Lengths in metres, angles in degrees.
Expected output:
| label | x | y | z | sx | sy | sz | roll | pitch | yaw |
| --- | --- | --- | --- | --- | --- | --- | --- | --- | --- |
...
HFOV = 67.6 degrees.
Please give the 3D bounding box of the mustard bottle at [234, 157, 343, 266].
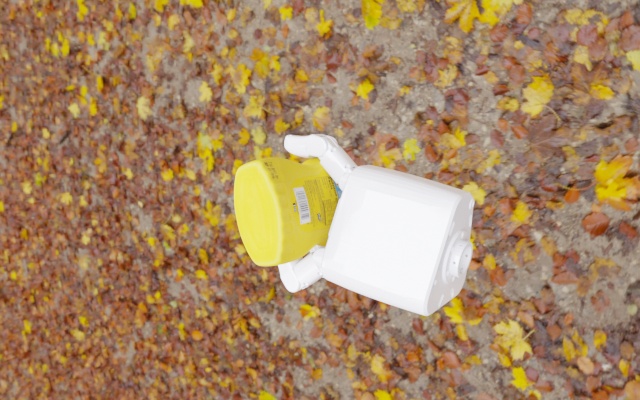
| label | x | y | z | sx | sy | sz | roll | pitch | yaw |
| --- | --- | --- | --- | --- | --- | --- | --- | --- | --- |
| mustard bottle | 0.000 | 0.002 | 0.494 | 0.058 | 0.096 | 0.191 | -13 | -1 | 38 |
